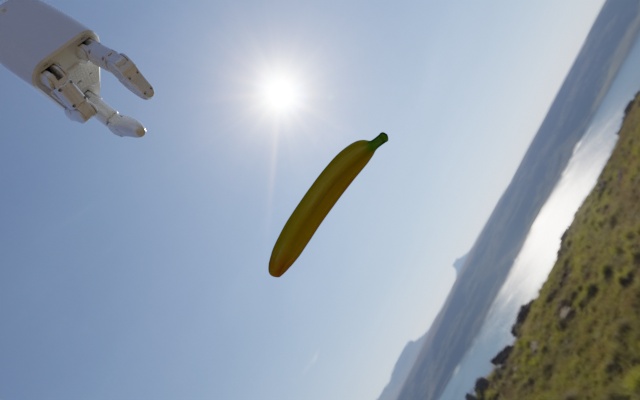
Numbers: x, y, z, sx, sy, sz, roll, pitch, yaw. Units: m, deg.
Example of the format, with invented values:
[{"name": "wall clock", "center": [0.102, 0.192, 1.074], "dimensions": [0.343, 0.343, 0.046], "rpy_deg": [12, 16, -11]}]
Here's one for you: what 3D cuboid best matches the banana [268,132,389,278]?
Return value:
[{"name": "banana", "center": [0.000, 0.000, 0.541], "dimensions": [0.037, 0.198, 0.069], "rpy_deg": [37, -6, -3]}]
